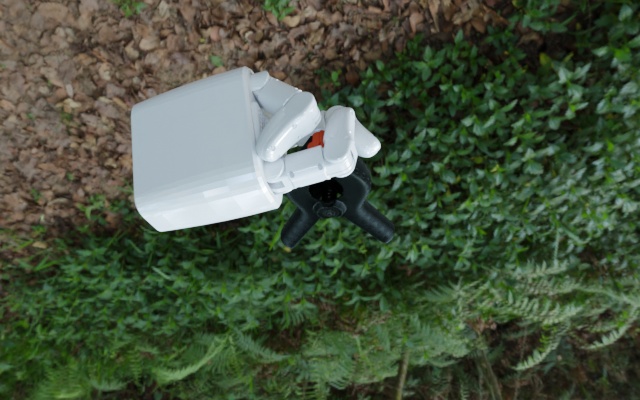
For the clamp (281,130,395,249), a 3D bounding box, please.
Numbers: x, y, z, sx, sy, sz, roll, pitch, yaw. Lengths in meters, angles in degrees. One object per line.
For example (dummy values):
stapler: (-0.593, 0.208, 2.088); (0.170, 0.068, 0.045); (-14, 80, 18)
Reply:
clamp: (0.000, 0.002, 0.454); (0.120, 0.039, 0.172); (-14, -37, 10)
